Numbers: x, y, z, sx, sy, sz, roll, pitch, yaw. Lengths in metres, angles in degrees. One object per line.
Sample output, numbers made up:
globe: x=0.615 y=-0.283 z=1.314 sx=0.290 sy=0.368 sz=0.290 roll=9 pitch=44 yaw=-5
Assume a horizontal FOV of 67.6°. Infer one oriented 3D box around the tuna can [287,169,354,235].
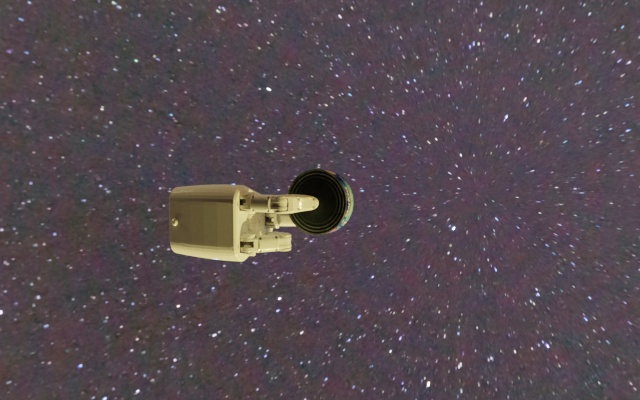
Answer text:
tuna can: x=0.000 y=0.002 z=0.633 sx=0.086 sy=0.086 sz=0.034 roll=0 pitch=1 yaw=23
